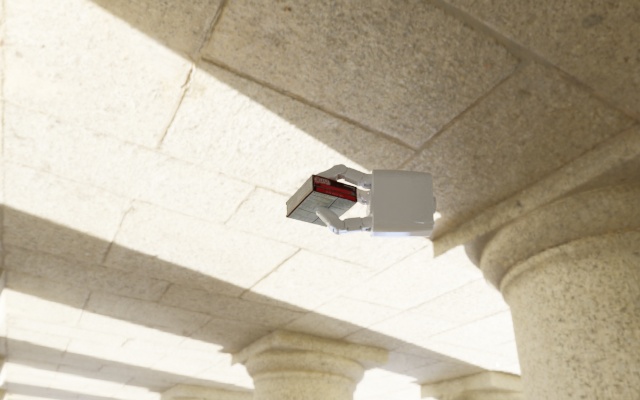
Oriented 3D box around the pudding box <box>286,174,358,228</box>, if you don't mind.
[{"bbox_3d":[0.000,0.003,0.854,0.090,0.039,0.113,16,-36,-24],"label":"pudding box"}]
